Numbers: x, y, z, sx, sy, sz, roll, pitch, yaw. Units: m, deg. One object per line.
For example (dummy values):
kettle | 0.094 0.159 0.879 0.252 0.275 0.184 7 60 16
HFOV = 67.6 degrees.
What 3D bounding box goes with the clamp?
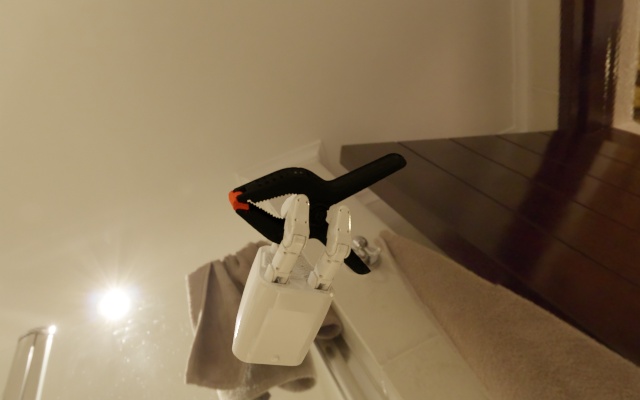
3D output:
clamp | -0.001 0.002 0.563 0.210 0.164 0.036 14 16 -27
